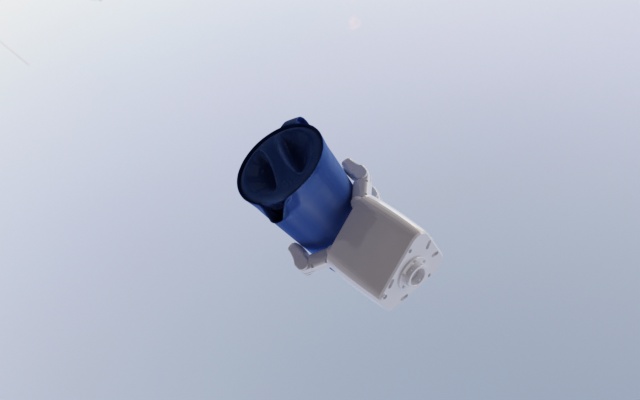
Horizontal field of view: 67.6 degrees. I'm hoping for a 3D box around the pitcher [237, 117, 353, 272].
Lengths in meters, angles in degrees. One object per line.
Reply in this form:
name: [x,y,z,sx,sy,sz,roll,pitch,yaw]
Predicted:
pitcher: [0.000,0.002,0.709,0.145,0.149,0.243,35,-10,45]
